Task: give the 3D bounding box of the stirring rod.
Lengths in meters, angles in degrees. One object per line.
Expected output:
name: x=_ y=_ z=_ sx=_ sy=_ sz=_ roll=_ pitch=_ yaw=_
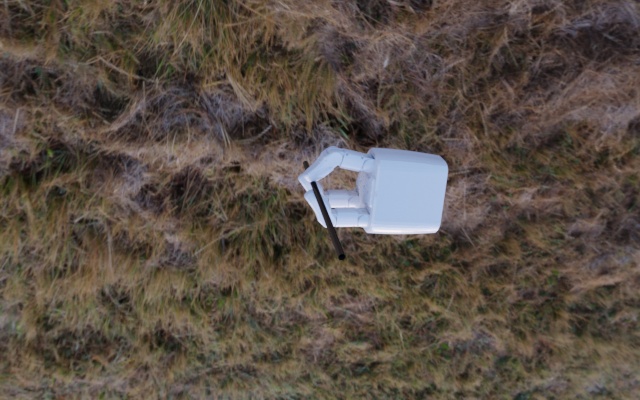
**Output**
stirring rod: x=0.000 y=0.002 z=0.599 sx=0.011 sy=0.011 sz=0.239 roll=0 pitch=28 yaw=-12
